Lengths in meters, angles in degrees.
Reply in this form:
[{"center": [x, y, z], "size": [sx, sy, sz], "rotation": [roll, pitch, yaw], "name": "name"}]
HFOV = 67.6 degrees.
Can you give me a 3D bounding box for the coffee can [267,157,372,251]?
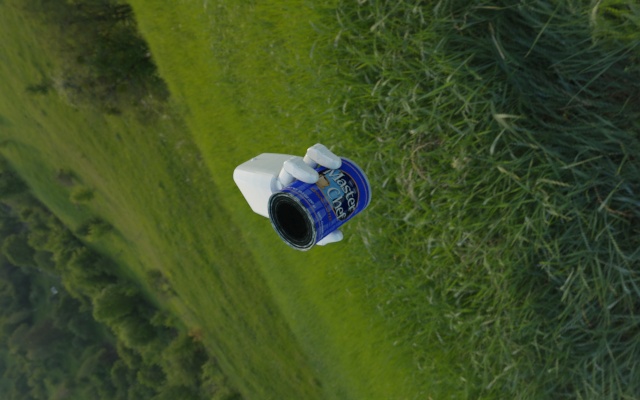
[{"center": [0.000, 0.003, 0.768], "size": [0.103, 0.103, 0.140], "rotation": [0, 26, 47], "name": "coffee can"}]
